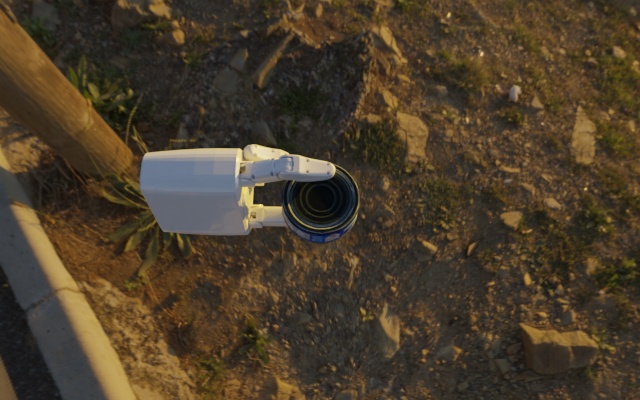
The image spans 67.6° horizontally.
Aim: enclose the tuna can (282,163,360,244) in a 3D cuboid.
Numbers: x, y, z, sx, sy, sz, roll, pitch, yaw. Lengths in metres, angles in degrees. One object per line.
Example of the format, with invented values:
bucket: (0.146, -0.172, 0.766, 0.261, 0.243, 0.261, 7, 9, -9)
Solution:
tuna can: (0.000, 0.002, 0.522, 0.086, 0.086, 0.034, 0, -21, -3)
